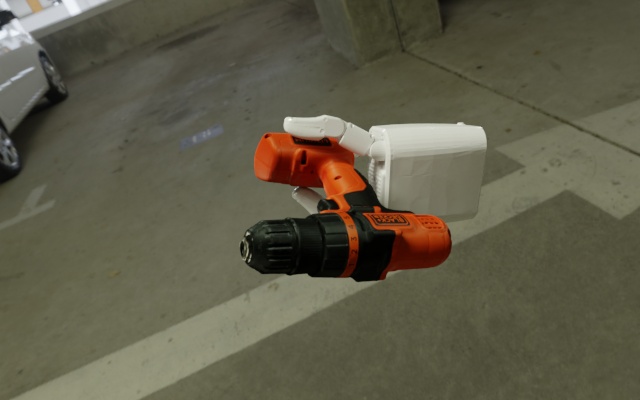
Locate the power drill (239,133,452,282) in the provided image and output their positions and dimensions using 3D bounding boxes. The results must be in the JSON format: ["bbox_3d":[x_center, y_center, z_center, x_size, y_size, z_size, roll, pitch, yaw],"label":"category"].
[{"bbox_3d":[0.000,0.001,0.435,0.184,0.057,0.187,3,31,-28],"label":"power drill"}]
